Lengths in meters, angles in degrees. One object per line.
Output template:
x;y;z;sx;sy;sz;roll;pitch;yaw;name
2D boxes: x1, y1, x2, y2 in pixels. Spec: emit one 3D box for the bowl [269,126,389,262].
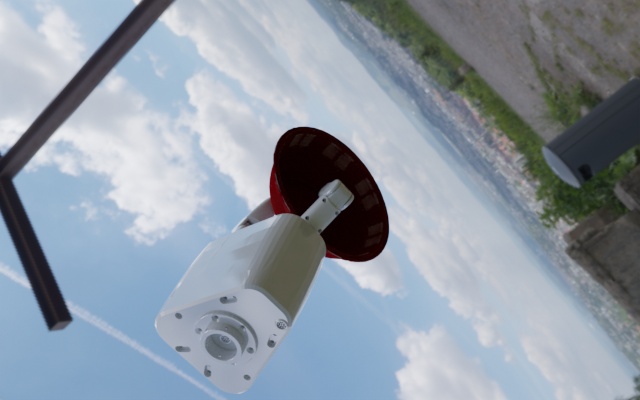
0.000;0.001;0.517;0.162;0.162;0.055;0;-28;-47;bowl
